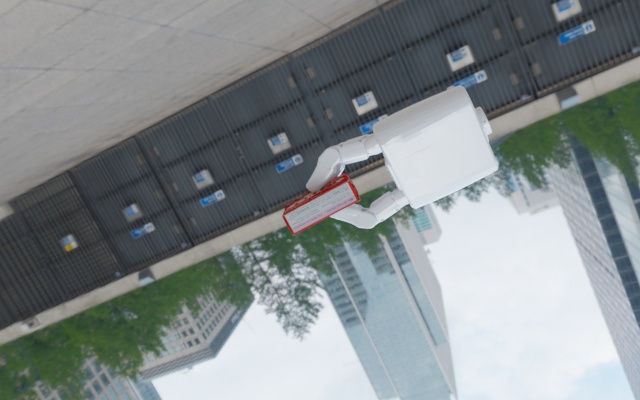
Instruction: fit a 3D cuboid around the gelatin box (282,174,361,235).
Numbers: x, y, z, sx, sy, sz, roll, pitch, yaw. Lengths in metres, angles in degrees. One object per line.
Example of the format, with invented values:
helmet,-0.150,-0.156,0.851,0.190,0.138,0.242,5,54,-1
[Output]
gelatin box,0.000,0.002,0.568,0.089,0.030,0.073,-29,8,3
